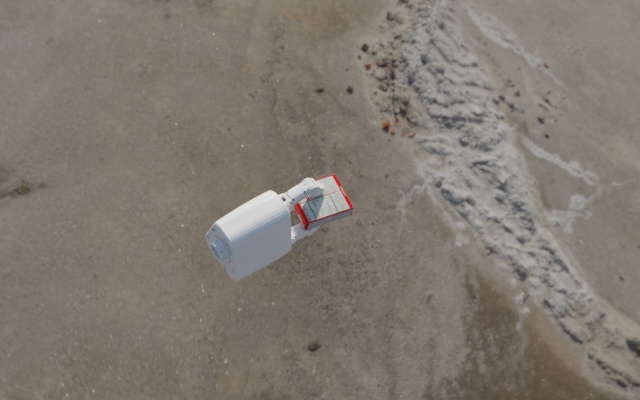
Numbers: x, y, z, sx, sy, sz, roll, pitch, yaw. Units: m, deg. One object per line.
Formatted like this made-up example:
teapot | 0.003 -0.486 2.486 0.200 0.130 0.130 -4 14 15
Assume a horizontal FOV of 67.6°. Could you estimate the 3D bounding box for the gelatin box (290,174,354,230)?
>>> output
gelatin box | 0.000 0.002 0.805 0.089 0.073 0.030 -19 -26 -20
